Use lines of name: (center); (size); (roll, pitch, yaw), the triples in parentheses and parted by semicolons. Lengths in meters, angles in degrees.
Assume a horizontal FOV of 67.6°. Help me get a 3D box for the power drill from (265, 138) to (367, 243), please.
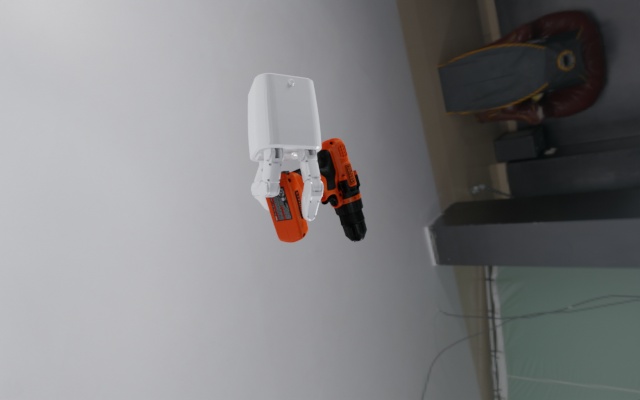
power drill: (0.000, 0.002, 0.773); (0.057, 0.184, 0.187); (-13, 8, 39)
